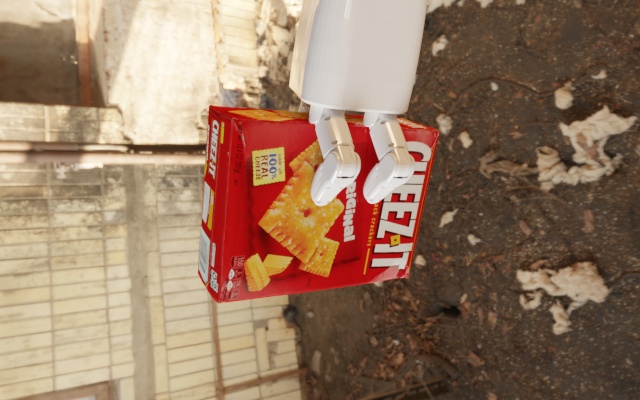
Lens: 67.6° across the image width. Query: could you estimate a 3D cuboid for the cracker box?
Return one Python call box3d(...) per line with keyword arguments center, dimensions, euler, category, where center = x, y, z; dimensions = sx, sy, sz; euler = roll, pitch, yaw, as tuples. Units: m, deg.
box3d(center=(0.000, 0.001, 0.455), dimensions=(0.214, 0.164, 0.072), euler=(-2, 20, -29), category="cracker box")
